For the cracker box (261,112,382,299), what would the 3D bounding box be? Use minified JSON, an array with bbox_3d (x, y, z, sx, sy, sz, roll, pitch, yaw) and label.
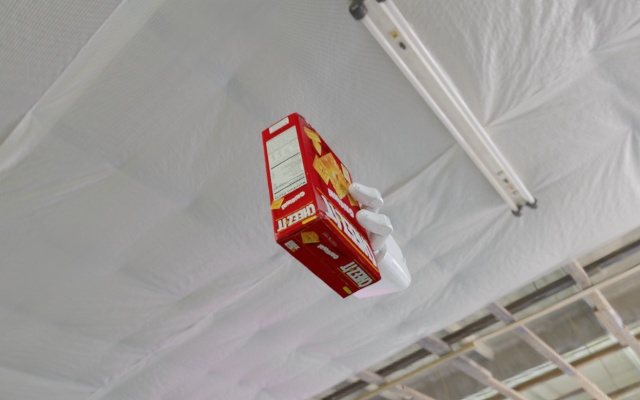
[{"bbox_3d":[0.000,0.002,0.661,0.072,0.213,0.164,-30,-46,16],"label":"cracker box"}]
